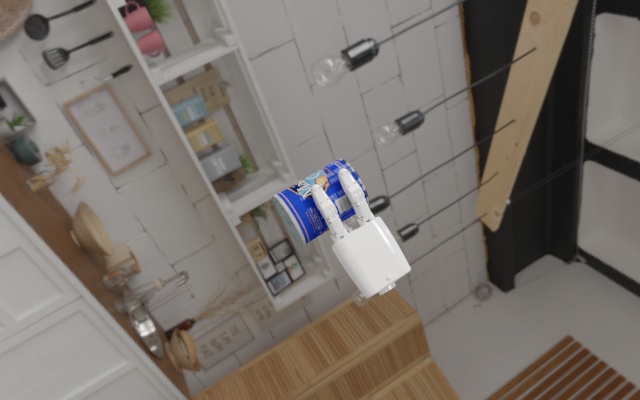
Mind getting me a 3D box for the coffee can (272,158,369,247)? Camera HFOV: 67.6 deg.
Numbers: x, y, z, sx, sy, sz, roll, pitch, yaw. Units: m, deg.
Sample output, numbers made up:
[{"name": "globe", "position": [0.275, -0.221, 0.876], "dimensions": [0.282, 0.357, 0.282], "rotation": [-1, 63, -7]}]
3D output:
[{"name": "coffee can", "position": [0.000, 0.003, 0.846], "dimensions": [0.140, 0.103, 0.103], "rotation": [-30, 7, -13]}]
